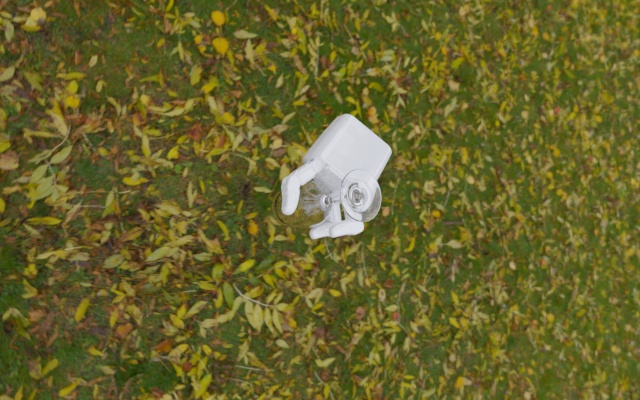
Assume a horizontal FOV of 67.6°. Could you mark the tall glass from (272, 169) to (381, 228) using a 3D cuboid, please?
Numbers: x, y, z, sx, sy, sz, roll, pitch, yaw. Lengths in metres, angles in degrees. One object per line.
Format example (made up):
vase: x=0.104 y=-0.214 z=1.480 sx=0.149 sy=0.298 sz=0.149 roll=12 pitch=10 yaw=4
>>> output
tall glass: x=0.000 y=0.002 z=0.743 sx=0.079 sy=0.079 sz=0.201 roll=0 pitch=-6 yaw=-35
